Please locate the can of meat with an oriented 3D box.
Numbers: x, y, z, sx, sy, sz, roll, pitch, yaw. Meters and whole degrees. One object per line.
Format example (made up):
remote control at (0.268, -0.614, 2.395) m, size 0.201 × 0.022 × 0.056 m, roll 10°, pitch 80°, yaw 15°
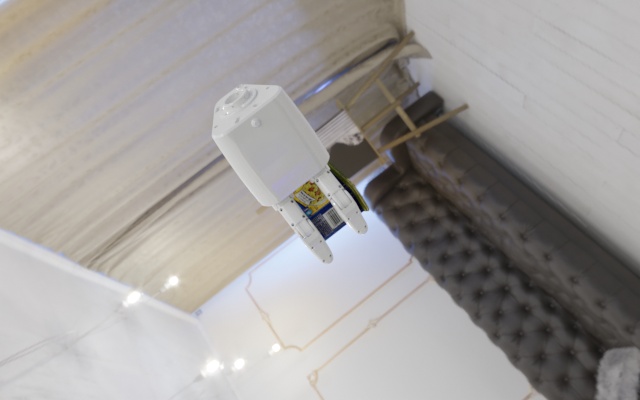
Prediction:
can of meat at (0.000, 0.002, 0.616) m, size 0.084 × 0.057 × 0.102 m, roll -38°, pitch 37°, yaw -4°
